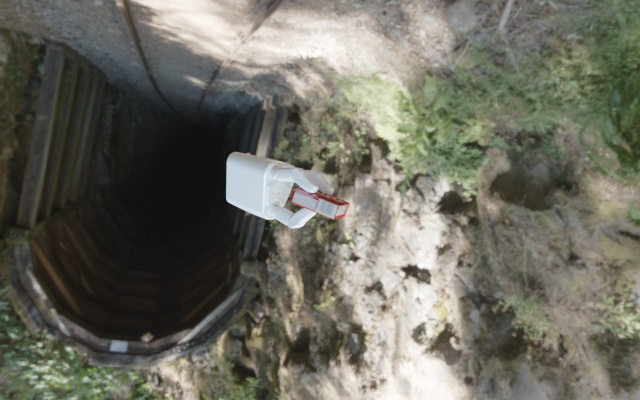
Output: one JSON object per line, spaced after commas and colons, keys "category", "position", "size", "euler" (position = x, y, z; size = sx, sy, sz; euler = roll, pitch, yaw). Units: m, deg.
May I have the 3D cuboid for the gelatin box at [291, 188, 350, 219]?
{"category": "gelatin box", "position": [0.000, 0.003, 0.864], "size": [0.089, 0.030, 0.073], "euler": [22, 10, 17]}
